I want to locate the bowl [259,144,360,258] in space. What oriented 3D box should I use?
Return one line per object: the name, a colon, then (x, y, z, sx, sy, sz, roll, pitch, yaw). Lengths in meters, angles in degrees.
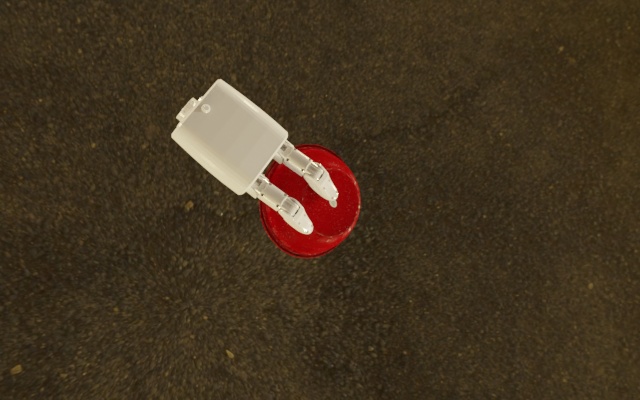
bowl: (0.001, 0.003, 0.653, 0.162, 0.162, 0.055, 0, 2, -34)
